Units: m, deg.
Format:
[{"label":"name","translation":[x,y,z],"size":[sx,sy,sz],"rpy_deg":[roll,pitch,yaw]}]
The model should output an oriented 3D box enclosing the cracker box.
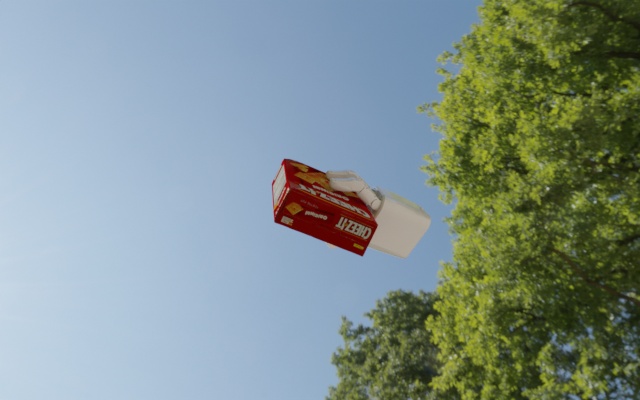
[{"label":"cracker box","translation":[0.000,0.003,0.867],"size":[0.164,0.072,0.213],"rpy_deg":[22,14,-13]}]
